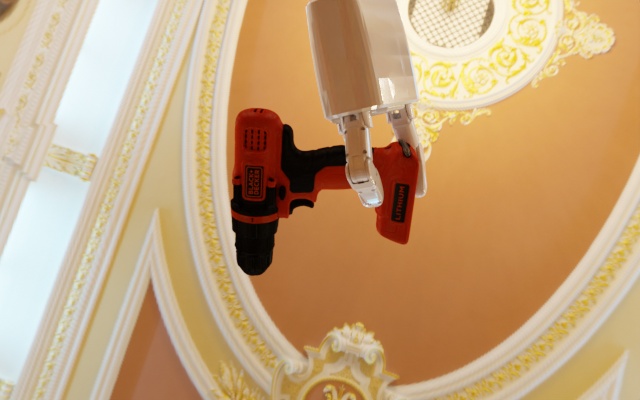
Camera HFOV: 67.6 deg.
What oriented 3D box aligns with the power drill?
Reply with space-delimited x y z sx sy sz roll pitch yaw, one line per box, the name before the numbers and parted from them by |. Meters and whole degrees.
power drill | 0.001 0.001 0.497 0.187 0.184 0.057 3 25 -3
